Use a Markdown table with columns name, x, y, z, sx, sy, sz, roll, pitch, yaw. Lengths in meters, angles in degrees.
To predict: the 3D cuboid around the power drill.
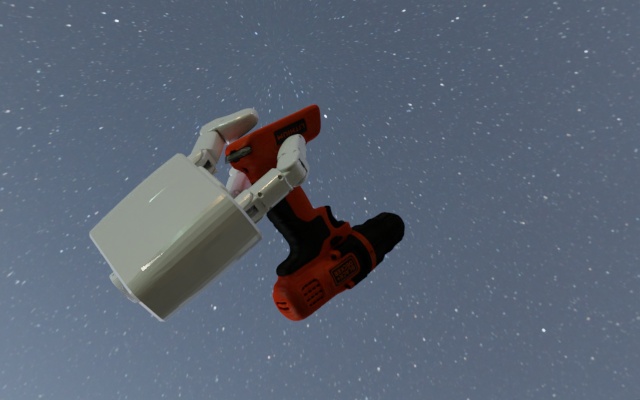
| name | x | y | z | sx | sy | sz | roll | pitch | yaw |
| --- | --- | --- | --- | --- | --- | --- | --- | --- | --- |
| power drill | 0.000 | 0.001 | 0.492 | 0.184 | 0.187 | 0.057 | -31 | 9 | -38 |
